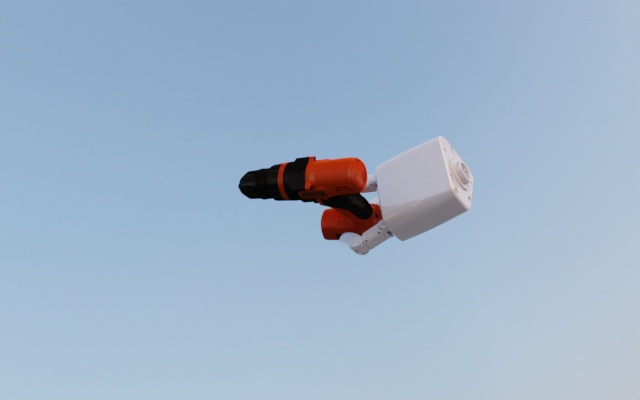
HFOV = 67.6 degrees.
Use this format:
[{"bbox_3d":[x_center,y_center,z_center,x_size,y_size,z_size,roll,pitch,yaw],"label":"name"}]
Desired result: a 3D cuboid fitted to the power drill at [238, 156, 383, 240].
[{"bbox_3d":[0.001,0.002,0.685,0.184,0.057,0.188,-3,-24,26],"label":"power drill"}]
